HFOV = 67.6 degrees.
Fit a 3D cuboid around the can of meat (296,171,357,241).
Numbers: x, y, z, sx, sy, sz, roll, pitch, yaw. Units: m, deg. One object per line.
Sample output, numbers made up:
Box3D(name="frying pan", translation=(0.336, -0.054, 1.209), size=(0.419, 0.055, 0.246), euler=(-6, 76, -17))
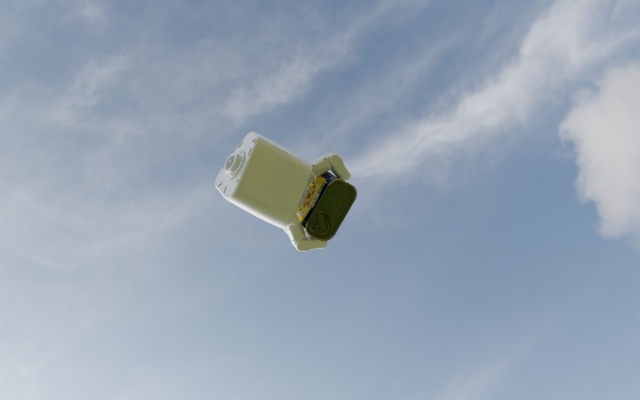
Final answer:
Box3D(name="can of meat", translation=(0.000, 0.002, 0.779), size=(0.057, 0.102, 0.084), euler=(26, 7, -33))
